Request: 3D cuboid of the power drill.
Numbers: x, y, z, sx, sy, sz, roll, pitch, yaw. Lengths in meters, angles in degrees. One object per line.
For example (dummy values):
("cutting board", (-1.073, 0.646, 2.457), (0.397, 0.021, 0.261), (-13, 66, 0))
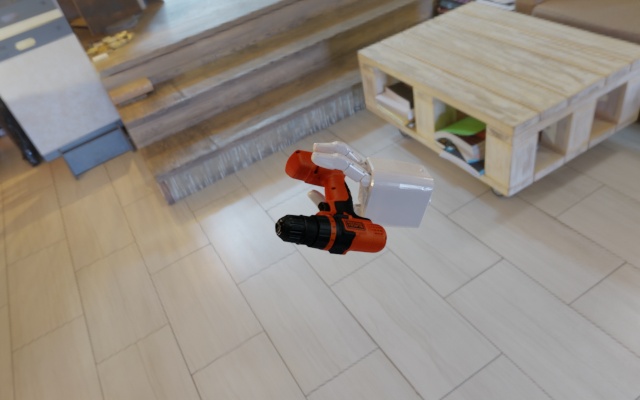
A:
("power drill", (0.000, 0.002, 0.754), (0.184, 0.187, 0.057), (11, -48, -30))
